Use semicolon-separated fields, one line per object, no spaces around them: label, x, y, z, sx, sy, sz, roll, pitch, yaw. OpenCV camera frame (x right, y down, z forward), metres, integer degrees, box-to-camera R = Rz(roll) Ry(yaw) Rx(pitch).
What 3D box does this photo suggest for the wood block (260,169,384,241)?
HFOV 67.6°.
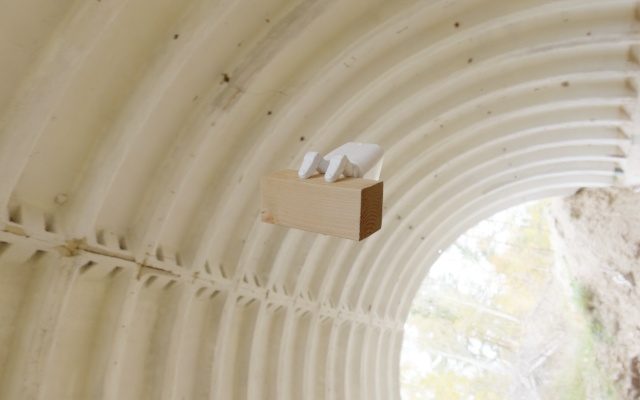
wood block;0.000;0.003;0.861;0.206;0.091;0.090;9;16;31
